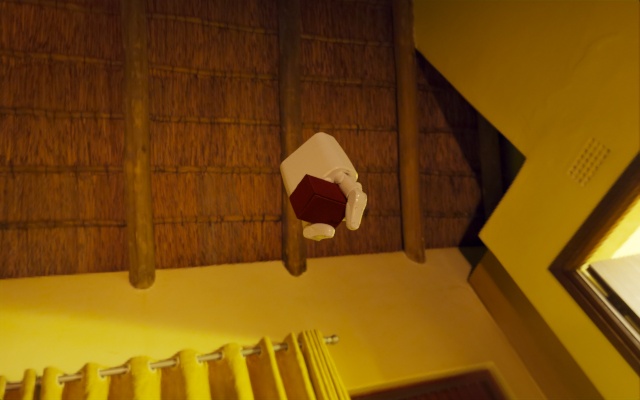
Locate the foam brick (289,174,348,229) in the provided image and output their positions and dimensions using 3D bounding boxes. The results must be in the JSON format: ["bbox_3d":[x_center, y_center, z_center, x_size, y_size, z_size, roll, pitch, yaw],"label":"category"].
[{"bbox_3d":[0.000,0.002,0.739,0.078,0.053,0.051,18,32,-36],"label":"foam brick"}]
